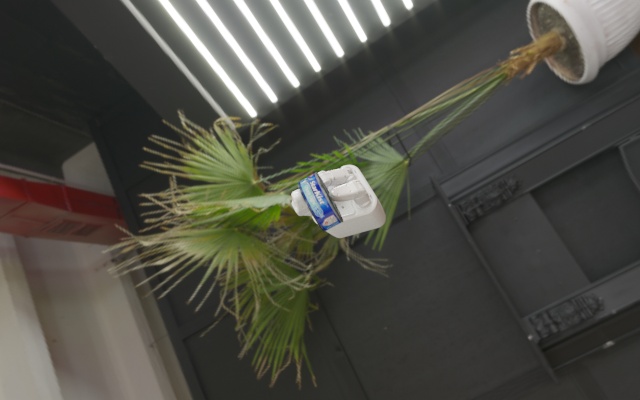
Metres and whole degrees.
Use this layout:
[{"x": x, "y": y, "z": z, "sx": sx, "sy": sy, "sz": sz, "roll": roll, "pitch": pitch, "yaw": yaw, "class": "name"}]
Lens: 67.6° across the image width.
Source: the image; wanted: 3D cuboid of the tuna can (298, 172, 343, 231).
[{"x": 0.000, "y": 0.003, "z": 0.720, "sx": 0.034, "sy": 0.086, "sz": 0.086, "roll": -28, "pitch": -3, "yaw": 5, "class": "tuna can"}]
